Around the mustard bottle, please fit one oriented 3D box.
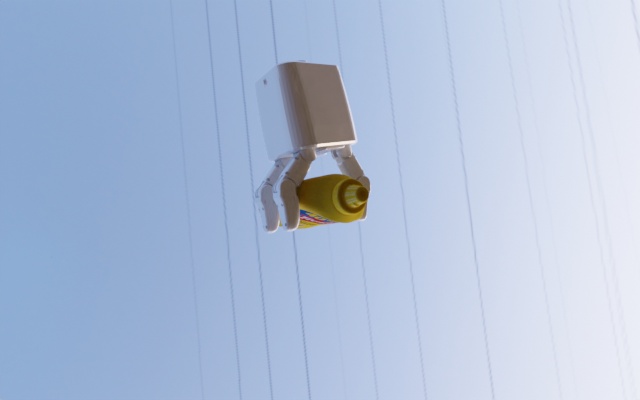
[{"bbox_3d":[0.000,0.002,0.604,0.096,0.058,0.191,15,-13,-27],"label":"mustard bottle"}]
